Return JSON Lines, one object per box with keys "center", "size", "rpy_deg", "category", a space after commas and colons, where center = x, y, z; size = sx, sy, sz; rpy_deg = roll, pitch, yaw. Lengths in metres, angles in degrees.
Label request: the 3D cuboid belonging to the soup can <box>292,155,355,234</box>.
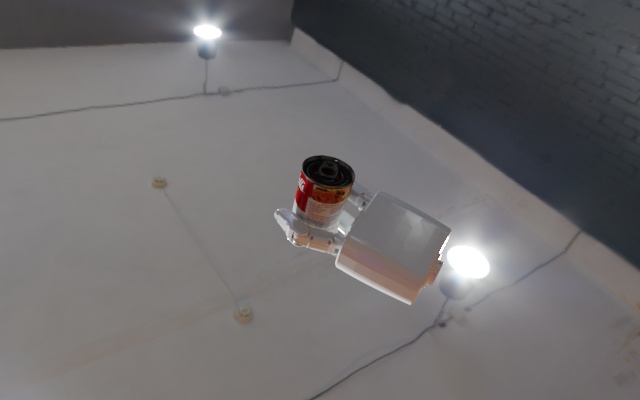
{"center": [0.000, 0.002, 0.619], "size": [0.068, 0.102, 0.068], "rpy_deg": [9, 37, -7], "category": "soup can"}
